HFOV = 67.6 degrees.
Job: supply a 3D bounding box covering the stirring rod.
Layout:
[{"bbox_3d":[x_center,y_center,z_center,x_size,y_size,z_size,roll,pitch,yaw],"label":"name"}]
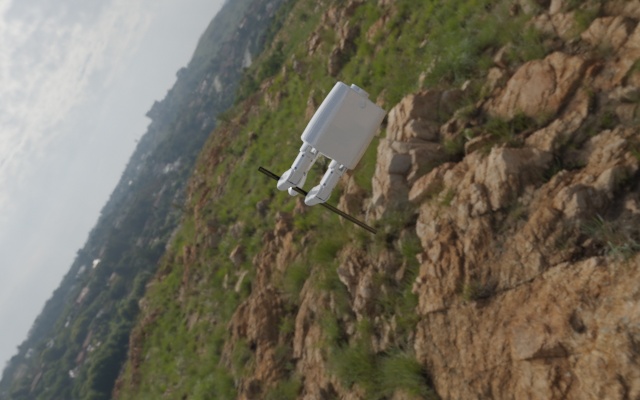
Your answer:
[{"bbox_3d":[0.000,0.003,0.812,0.239,0.011,0.011,29,-11,-20],"label":"stirring rod"}]
